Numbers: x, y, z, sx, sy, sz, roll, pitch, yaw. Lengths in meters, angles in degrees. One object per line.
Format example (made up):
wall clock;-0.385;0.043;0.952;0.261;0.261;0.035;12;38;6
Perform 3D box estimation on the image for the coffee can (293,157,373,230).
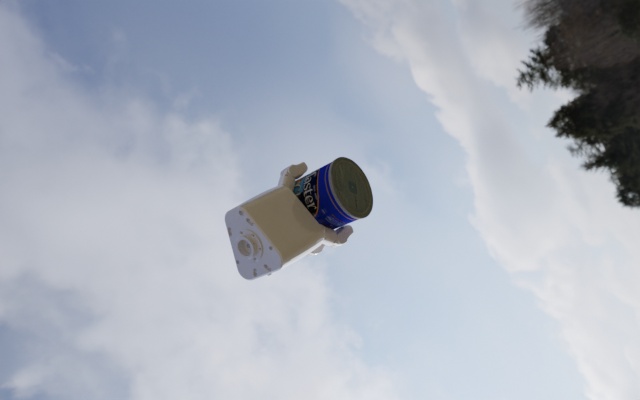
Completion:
coffee can;0.000;0.002;0.782;0.140;0.102;0.103;-25;-15;36
